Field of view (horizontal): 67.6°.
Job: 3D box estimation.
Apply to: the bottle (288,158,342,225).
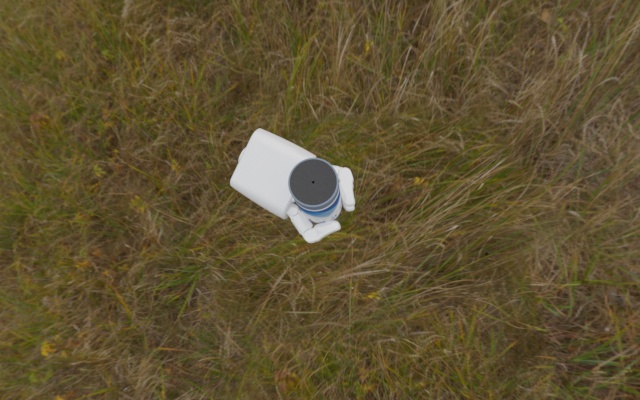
[{"bbox_3d":[0.000,0.003,0.765,0.069,0.069,0.296,0,-10,4],"label":"bottle"}]
